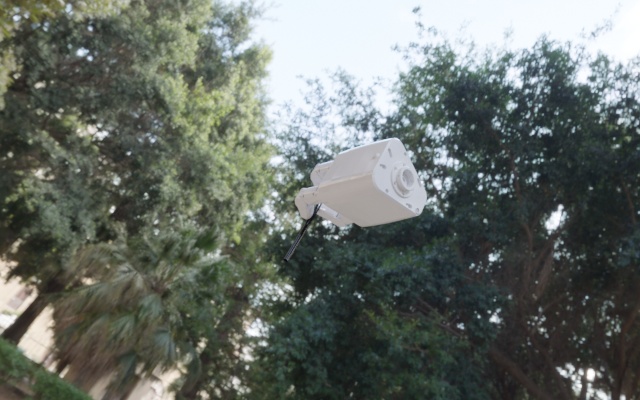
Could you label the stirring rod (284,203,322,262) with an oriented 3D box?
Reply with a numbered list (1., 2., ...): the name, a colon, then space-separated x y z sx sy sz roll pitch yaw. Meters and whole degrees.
1. stirring rod: 0.000 0.003 0.781 0.011 0.239 0.011 21 -33 15
